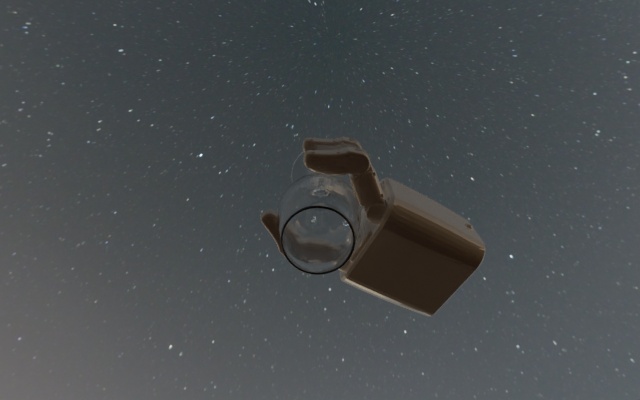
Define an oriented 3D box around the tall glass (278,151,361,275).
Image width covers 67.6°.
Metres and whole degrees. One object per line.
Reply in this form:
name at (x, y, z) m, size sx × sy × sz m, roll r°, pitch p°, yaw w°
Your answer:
tall glass at (0.000, 0.001, 0.484) m, size 0.079 × 0.079 × 0.201 m, roll 0°, pitch 19°, yaw 2°
